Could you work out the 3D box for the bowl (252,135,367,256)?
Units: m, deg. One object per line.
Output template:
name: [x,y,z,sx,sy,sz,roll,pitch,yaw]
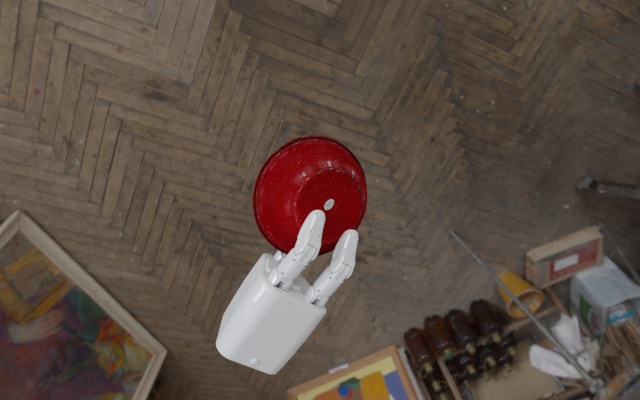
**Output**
bowl: [0.001,0.001,0.596,0.162,0.162,0.055,0,12,-25]
